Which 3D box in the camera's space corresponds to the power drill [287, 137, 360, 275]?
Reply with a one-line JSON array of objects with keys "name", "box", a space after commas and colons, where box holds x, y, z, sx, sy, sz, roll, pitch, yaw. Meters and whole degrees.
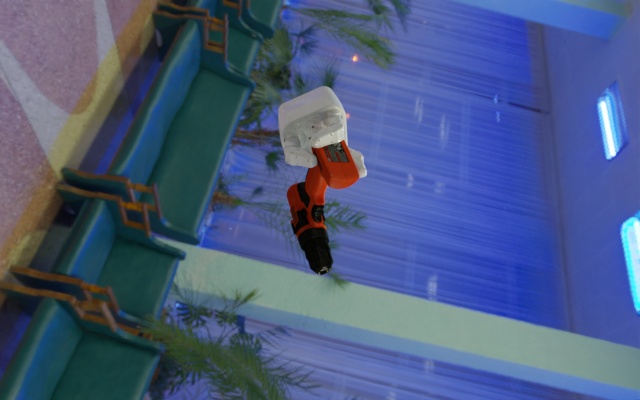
[{"name": "power drill", "box": [0.000, 0.002, 0.775, 0.057, 0.184, 0.188, -1, -40, -25]}]
